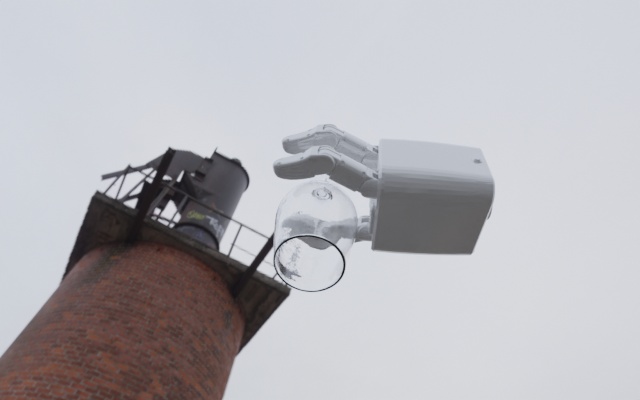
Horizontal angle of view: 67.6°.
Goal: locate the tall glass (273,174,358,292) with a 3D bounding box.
[{"bbox_3d":[0.000,0.001,0.483,0.079,0.079,0.201,0,32,7],"label":"tall glass"}]
